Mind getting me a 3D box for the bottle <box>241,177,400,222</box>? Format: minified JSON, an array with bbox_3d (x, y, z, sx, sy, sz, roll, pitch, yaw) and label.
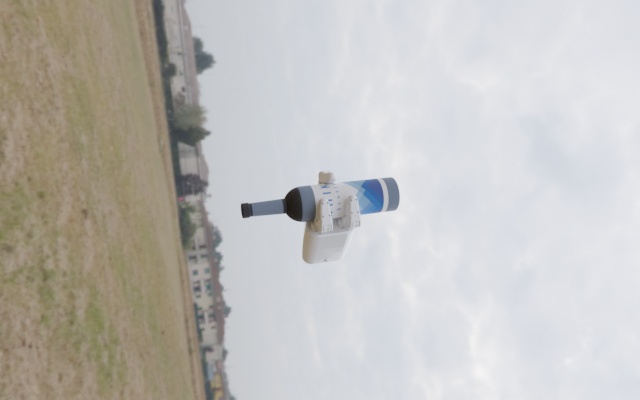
[{"bbox_3d":[0.000,0.003,0.893,0.296,0.069,0.069,-6,2,-16],"label":"bottle"}]
